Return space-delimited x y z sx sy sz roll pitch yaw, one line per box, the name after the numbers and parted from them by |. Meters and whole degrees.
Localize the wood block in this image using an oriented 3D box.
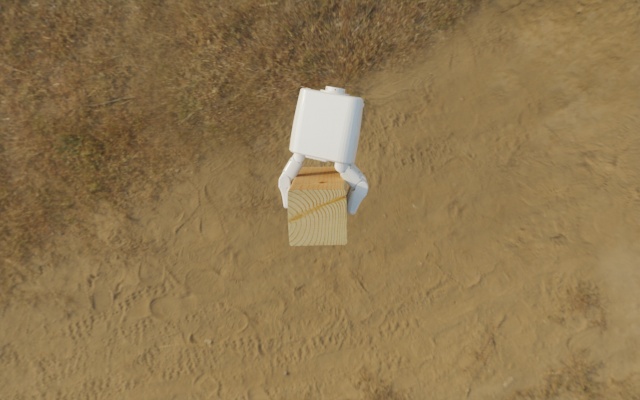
0.000 0.002 0.816 0.091 0.090 0.206 -1 13 3 | wood block
